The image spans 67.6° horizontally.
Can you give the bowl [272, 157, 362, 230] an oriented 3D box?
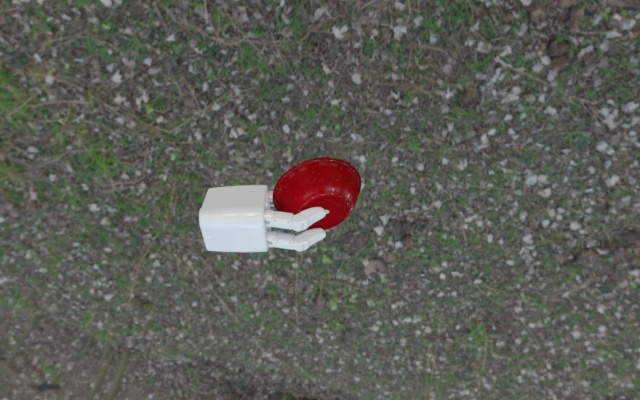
[{"bbox_3d":[0.001,0.003,0.829,0.162,0.055,0.162,-9,-43,-9],"label":"bowl"}]
